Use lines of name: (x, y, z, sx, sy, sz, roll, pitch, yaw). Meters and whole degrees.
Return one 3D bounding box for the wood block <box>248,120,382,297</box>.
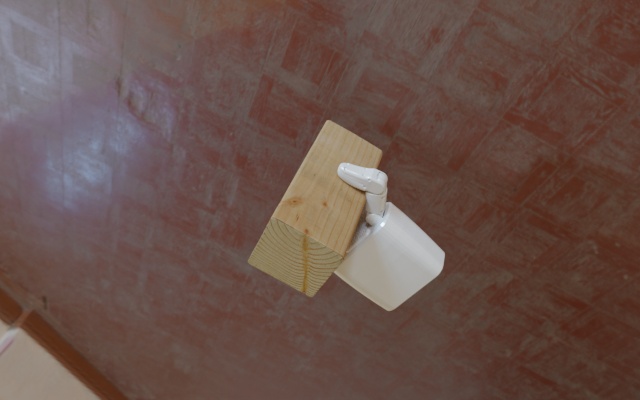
wood block: (0.001, 0.002, 0.599, 0.090, 0.206, 0.091, 30, -47, -4)
